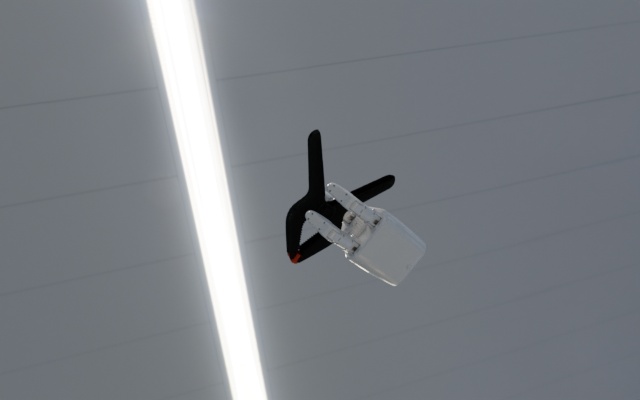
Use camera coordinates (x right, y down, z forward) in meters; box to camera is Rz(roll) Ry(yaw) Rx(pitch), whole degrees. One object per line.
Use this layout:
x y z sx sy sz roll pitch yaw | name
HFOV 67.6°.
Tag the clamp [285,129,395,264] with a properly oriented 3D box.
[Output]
0.000 0.003 0.758 0.164 0.210 0.036 36 6 -23 | clamp
